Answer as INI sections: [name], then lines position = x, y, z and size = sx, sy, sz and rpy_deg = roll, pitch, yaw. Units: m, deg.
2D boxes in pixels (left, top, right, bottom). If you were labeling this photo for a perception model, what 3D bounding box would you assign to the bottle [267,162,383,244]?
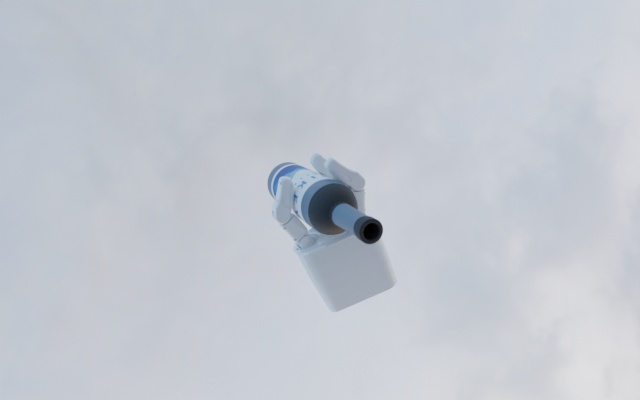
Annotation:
[bottle]
position = 0.000, 0.002, 0.621
size = 0.069, 0.069, 0.295
rpy_deg = 0, 12, -21
